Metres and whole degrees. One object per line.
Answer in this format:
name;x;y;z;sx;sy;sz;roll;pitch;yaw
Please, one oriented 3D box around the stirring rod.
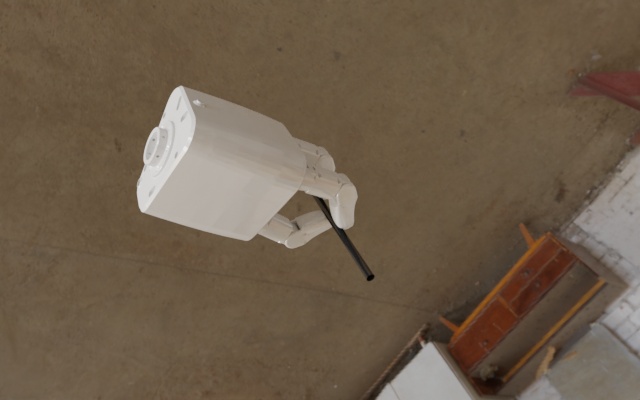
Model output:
stirring rod;0.000;0.002;0.514;0.011;0.011;0.239;0;34;-27
